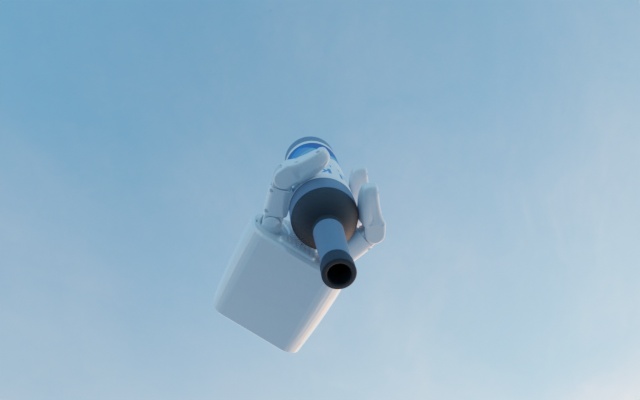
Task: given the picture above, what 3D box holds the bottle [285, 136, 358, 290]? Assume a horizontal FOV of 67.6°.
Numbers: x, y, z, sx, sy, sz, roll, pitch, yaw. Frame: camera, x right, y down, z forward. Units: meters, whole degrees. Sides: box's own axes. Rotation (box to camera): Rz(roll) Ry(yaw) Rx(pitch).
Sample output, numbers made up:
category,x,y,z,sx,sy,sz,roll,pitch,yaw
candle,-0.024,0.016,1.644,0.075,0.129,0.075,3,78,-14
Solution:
category,x,y,z,sx,sy,sz,roll,pitch,yaw
bottle,0.000,0.001,0.495,0.069,0.069,0.295,0,22,-6
